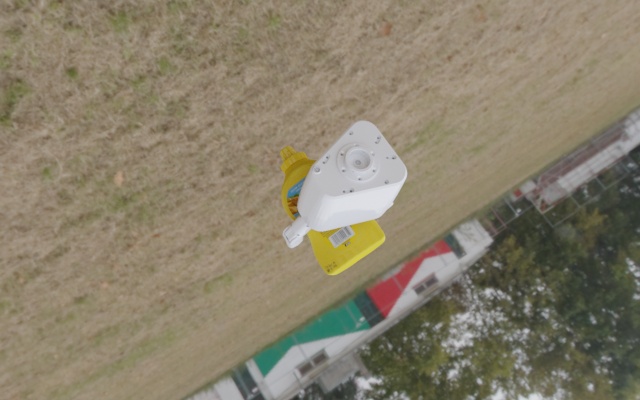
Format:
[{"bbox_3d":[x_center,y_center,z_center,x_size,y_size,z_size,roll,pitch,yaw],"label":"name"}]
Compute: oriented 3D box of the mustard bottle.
[{"bbox_3d":[0.000,0.002,0.671,0.096,0.191,0.058,-35,-13,5],"label":"mustard bottle"}]
